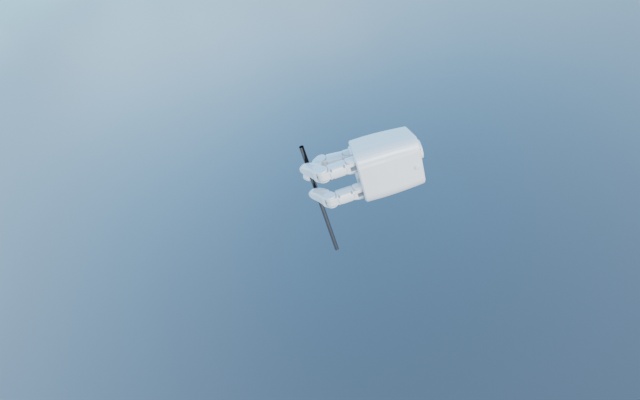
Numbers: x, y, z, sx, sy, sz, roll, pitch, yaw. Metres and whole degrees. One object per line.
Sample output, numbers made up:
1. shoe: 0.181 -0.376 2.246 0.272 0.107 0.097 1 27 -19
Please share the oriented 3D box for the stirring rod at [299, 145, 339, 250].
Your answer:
1. stirring rod: 0.000 0.003 0.860 0.011 0.240 0.011 -12 37 9
